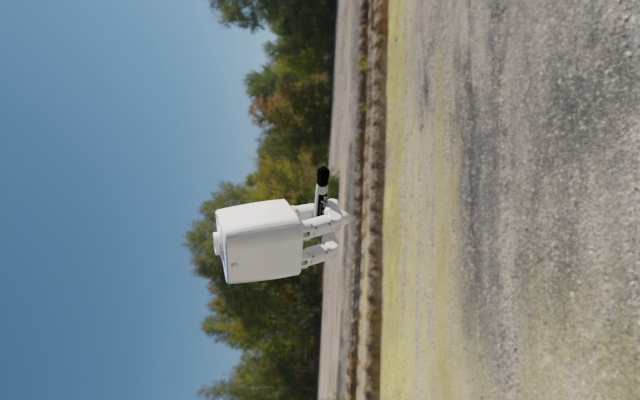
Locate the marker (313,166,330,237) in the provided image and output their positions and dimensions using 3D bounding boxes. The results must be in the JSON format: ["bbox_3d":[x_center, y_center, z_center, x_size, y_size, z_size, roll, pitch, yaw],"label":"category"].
[{"bbox_3d":[0.000,0.002,0.713,0.020,0.121,0.020,4,36,-3],"label":"marker"}]
